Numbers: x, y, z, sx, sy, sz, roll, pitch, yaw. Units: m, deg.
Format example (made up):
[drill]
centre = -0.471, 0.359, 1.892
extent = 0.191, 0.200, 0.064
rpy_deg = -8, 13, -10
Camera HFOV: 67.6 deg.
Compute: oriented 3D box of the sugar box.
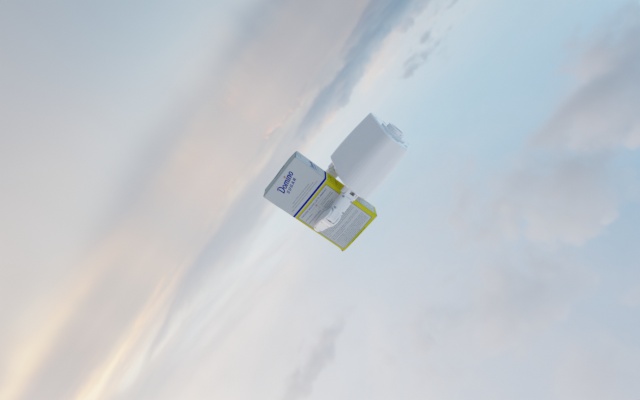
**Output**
[sugar box]
centre = 0.000, 0.002, 0.821
extent = 0.176, 0.093, 0.048
rpy_deg = 37, 18, -13
